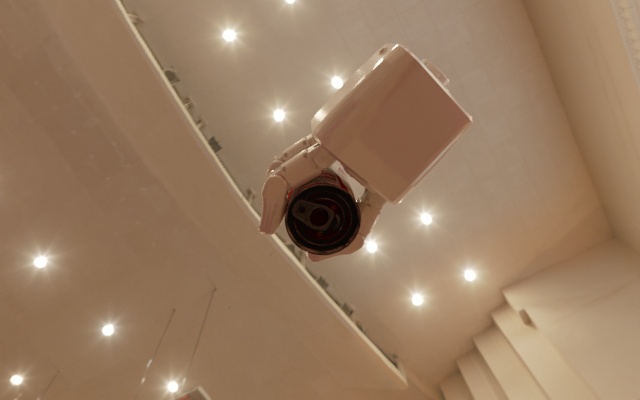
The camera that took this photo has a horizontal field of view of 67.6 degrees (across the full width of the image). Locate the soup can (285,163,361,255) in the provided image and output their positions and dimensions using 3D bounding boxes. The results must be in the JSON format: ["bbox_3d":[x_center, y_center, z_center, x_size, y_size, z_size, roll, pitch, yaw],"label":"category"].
[{"bbox_3d":[0.000,0.002,0.470,0.068,0.068,0.102,0,19,-3],"label":"soup can"}]
